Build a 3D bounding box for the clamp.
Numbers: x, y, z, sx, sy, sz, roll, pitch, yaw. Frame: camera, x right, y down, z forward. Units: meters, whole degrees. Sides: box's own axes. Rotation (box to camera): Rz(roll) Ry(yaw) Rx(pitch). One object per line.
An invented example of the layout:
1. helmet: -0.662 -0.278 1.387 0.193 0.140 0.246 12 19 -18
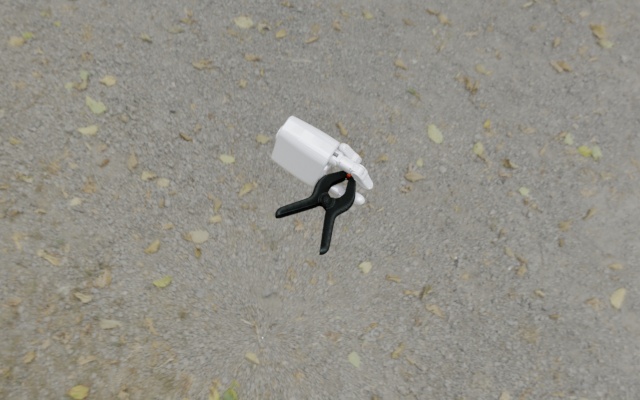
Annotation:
1. clamp: 0.000 0.003 0.889 0.120 0.171 0.039 32 -17 3
